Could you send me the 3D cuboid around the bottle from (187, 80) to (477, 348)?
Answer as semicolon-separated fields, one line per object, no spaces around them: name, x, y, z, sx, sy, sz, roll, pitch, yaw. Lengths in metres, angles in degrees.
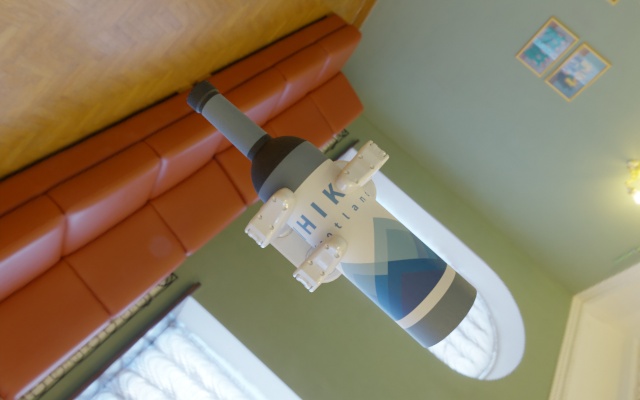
bottle;0.000;0.002;0.414;0.295;0.069;0.069;42;3;4
